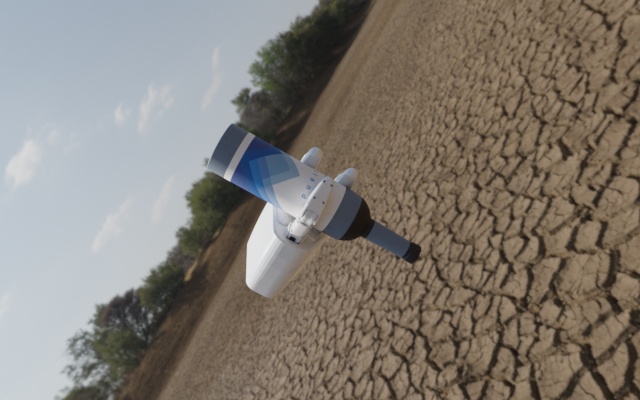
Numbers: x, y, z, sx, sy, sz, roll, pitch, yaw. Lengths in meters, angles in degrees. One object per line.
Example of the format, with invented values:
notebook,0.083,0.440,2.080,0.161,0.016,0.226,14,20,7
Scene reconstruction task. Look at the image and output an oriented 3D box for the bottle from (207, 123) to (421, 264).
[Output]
bottle,0.000,0.002,0.622,0.296,0.069,0.069,29,-4,-7
